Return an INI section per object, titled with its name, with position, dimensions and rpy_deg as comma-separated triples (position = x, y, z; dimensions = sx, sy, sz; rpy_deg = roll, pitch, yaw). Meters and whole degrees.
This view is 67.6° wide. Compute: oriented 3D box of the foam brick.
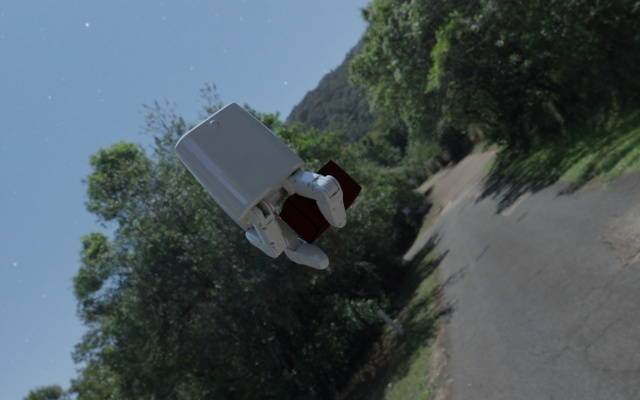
[foam brick]
position = 0.000, 0.002, 0.551
dimensions = 0.078, 0.051, 0.053
rpy_deg = -43, -8, -28
